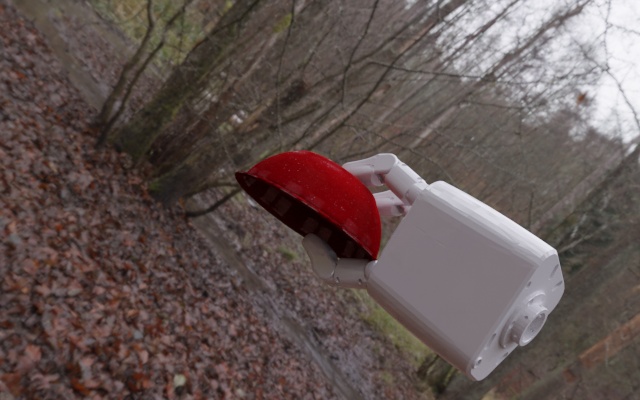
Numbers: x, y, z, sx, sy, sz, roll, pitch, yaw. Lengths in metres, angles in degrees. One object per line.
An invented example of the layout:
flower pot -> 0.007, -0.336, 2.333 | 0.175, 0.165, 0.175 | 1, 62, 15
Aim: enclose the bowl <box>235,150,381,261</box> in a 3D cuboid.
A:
bowl -> -0.001, 0.001, 0.456 | 0.162, 0.055, 0.162 | 32, -13, 8
